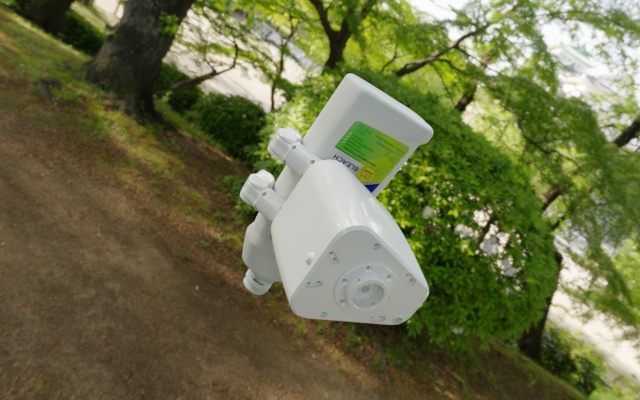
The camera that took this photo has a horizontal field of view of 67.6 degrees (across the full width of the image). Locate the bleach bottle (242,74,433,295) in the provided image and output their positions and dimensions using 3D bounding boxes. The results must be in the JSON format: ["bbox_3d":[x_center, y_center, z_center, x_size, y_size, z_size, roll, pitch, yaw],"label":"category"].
[{"bbox_3d":[0.000,0.002,0.497,0.102,0.251,0.068,25,22,-25],"label":"bleach bottle"}]
